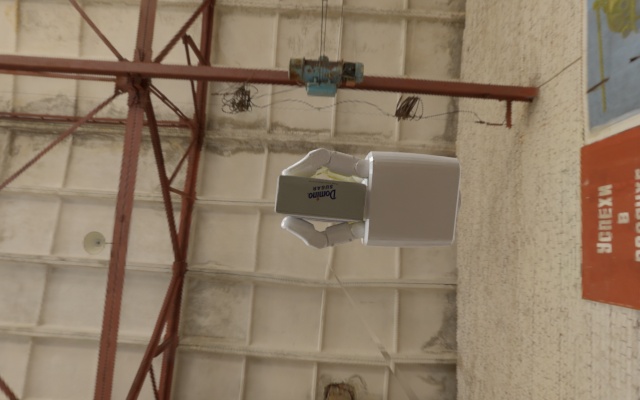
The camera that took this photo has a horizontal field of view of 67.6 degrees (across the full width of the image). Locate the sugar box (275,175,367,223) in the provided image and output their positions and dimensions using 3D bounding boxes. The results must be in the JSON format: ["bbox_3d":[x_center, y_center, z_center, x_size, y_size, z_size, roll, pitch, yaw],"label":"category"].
[{"bbox_3d":[0.000,0.001,0.567,0.093,0.048,0.176,6,-6,-1],"label":"sugar box"}]
